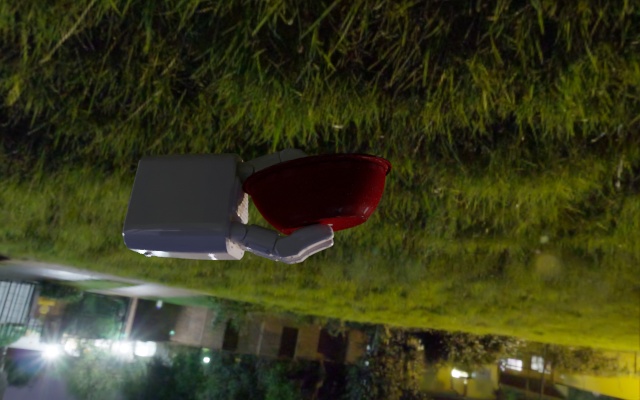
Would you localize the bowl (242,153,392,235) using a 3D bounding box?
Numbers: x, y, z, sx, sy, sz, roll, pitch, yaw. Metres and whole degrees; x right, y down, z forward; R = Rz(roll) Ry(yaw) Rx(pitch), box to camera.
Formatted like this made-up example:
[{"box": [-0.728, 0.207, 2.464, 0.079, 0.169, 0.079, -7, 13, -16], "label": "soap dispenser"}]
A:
[{"box": [0.001, 0.002, 0.507, 0.162, 0.055, 0.162, -8, -13, -2], "label": "bowl"}]
